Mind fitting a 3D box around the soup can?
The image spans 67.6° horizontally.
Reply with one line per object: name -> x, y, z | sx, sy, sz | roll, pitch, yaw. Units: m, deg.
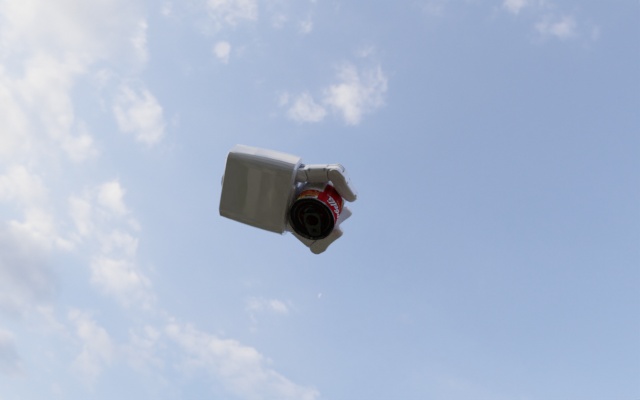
soup can -> 0.001, 0.002, 0.696 | 0.068, 0.068, 0.102 | 0, 28, 18
